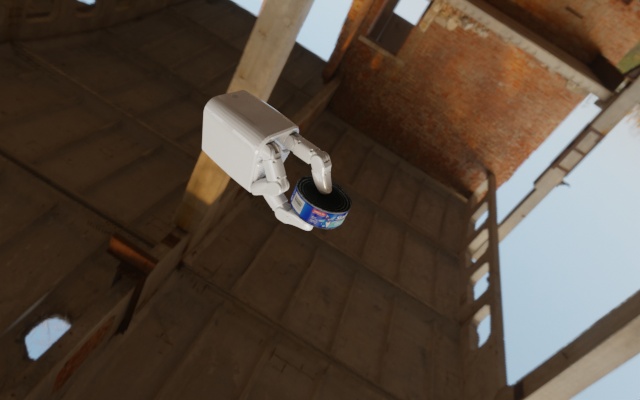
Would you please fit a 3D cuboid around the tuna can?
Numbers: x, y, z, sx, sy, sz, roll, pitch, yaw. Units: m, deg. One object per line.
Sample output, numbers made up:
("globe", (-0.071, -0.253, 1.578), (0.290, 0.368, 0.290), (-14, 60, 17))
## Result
("tuna can", (0.000, 0.003, 0.694), (0.086, 0.034, 0.086), (19, 32, -12))
